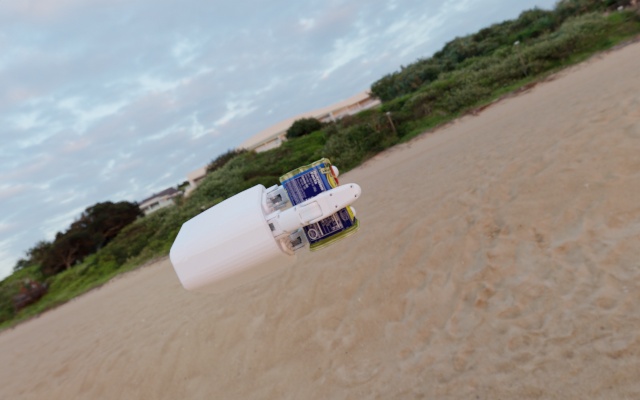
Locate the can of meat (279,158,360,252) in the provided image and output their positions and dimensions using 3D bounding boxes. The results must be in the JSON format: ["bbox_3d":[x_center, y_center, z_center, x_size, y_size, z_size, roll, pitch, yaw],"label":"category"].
[{"bbox_3d":[0.000,0.001,0.526,0.057,0.084,0.102,-25,1,6],"label":"can of meat"}]
